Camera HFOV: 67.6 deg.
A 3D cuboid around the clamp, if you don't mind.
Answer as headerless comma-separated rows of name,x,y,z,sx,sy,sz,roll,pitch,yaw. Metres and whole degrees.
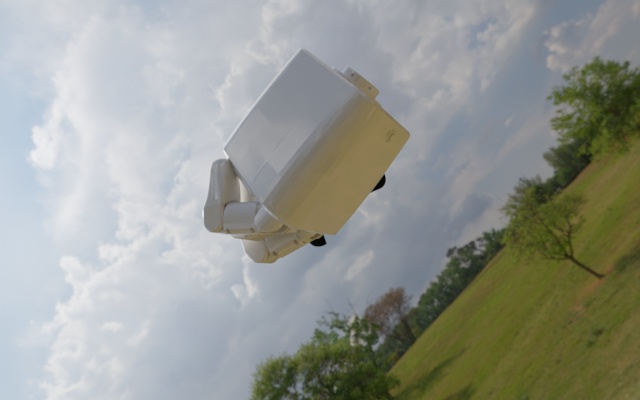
clamp,0.000,0.001,0.484,0.039,0.120,0.171,46,13,21
